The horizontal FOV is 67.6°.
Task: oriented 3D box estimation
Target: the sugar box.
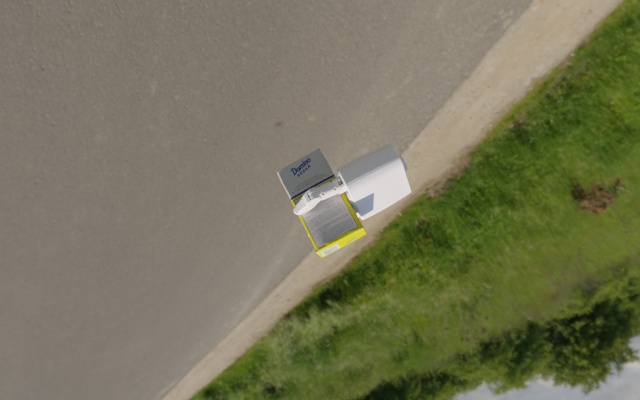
[{"bbox_3d":[0.000,0.003,0.860,0.093,0.176,0.048,-28,-25,2],"label":"sugar box"}]
